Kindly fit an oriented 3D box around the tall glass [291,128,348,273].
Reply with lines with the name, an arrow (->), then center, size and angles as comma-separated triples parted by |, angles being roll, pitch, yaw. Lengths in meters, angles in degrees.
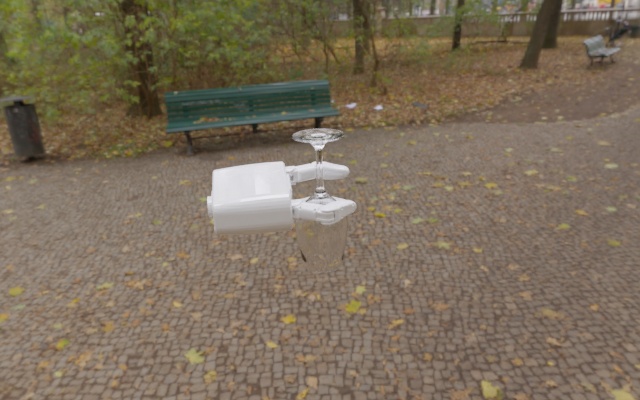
tall glass -> 0.000, 0.002, 0.692 | 0.079, 0.201, 0.079 | -2, 21, 1
